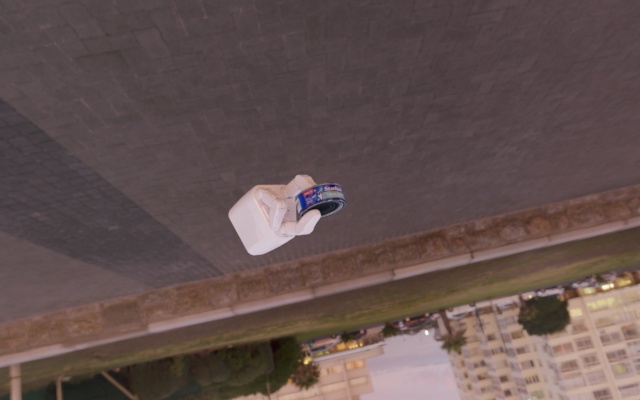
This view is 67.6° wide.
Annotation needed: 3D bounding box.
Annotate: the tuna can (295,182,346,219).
[{"bbox_3d":[0.000,0.003,0.840,0.086,0.033,0.086,-15,-20,-6],"label":"tuna can"}]
